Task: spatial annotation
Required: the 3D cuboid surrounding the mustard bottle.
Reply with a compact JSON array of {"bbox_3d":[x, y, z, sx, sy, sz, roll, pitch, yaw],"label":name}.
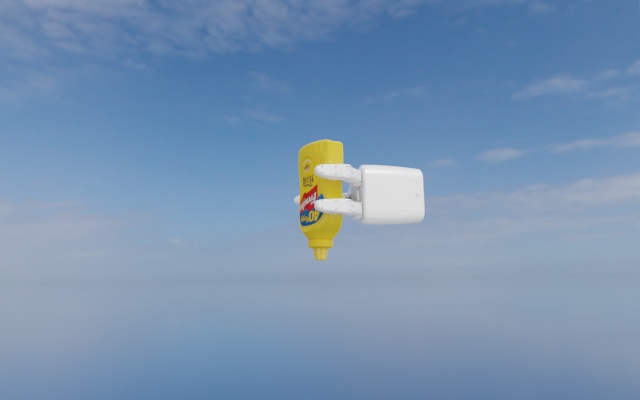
[{"bbox_3d":[0.000,0.002,0.792,0.058,0.191,0.096,6,-11,-34],"label":"mustard bottle"}]
